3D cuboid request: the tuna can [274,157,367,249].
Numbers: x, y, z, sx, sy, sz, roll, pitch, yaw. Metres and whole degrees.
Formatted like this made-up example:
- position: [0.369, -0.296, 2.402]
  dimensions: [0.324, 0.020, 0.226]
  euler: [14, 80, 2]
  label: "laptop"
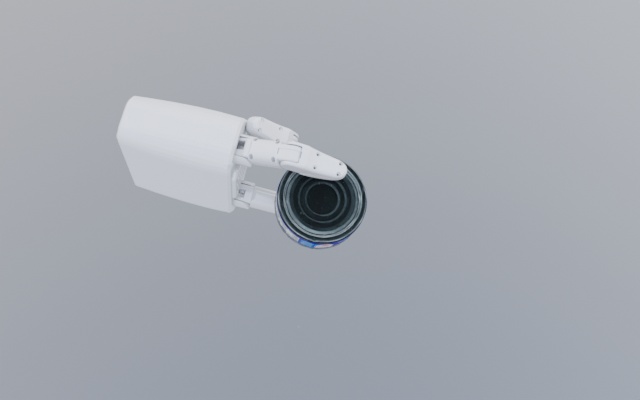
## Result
- position: [0.000, 0.001, 0.451]
  dimensions: [0.086, 0.086, 0.034]
  euler: [0, -13, -8]
  label: "tuna can"
